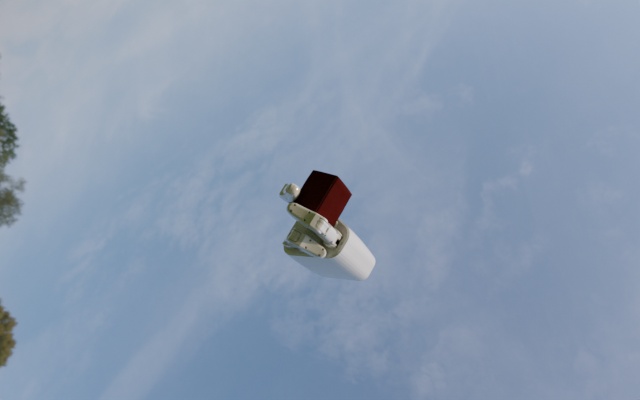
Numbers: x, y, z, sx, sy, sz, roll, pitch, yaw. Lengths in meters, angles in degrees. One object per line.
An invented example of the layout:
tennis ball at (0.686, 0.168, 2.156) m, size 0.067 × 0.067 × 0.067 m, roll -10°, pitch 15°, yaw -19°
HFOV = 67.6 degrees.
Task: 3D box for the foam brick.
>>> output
foam brick at (0.000, 0.002, 0.718) m, size 0.053 × 0.078 × 0.051 m, roll 20°, pitch -17°, yaw 42°
